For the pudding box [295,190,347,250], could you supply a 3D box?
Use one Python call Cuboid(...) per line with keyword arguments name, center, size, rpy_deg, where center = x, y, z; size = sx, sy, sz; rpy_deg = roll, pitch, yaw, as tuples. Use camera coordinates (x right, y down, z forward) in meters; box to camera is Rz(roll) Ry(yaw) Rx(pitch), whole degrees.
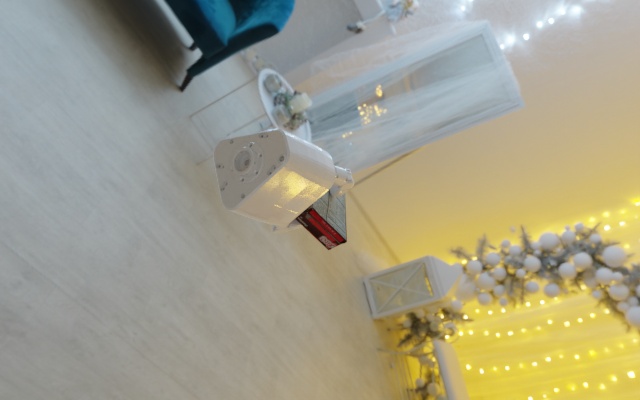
Cuboid(name="pudding box", center=(0.000, 0.002, 0.698), size=(0.039, 0.113, 0.090), rpy_deg=(-23, -50, 25))
